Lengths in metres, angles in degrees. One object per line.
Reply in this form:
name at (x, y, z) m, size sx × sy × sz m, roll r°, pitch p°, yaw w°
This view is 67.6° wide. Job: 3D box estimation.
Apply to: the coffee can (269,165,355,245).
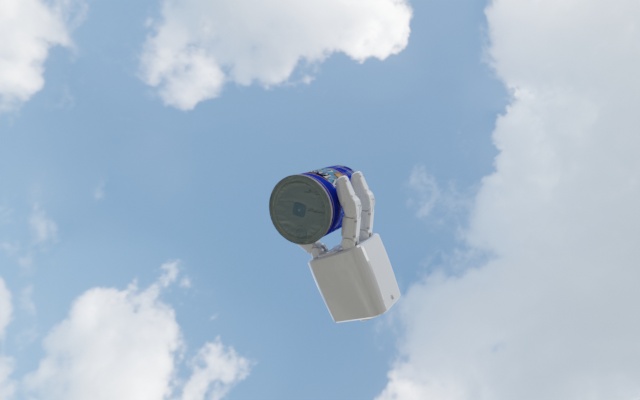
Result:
coffee can at (0.000, 0.002, 0.744) m, size 0.103 × 0.103 × 0.140 m, roll 0°, pitch 10°, yaw 27°
